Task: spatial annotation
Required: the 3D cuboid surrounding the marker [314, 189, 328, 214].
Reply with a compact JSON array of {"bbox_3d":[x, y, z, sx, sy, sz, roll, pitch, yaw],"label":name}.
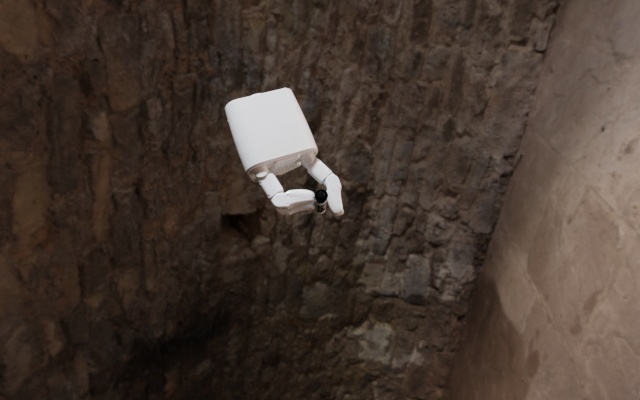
[{"bbox_3d":[0.000,0.002,0.717,0.020,0.020,0.121,0,-10,-1],"label":"marker"}]
